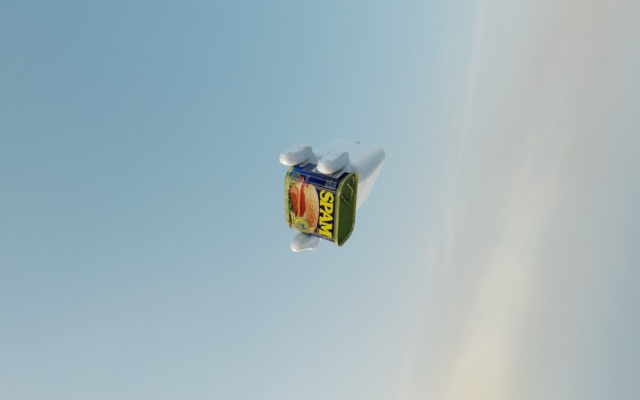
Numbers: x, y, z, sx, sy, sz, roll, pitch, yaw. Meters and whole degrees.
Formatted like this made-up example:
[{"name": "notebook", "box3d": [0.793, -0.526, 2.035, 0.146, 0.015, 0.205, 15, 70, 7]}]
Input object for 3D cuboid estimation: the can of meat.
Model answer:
[{"name": "can of meat", "box3d": [0.000, 0.002, 0.650, 0.084, 0.102, 0.057, 16, 33, 24]}]
